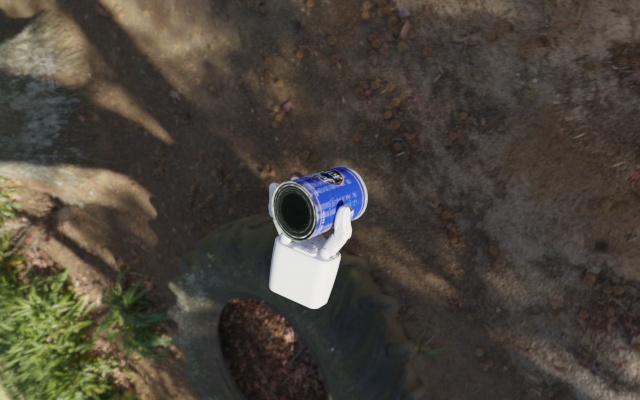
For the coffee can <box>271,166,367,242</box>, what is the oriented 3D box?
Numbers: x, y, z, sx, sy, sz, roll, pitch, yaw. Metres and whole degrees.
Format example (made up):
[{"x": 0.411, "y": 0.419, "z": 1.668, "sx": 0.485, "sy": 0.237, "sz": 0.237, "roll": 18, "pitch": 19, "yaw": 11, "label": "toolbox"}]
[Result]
[{"x": 0.000, "y": 0.003, "z": 0.826, "sx": 0.103, "sy": 0.103, "sz": 0.140, "roll": 0, "pitch": 13, "yaw": 41, "label": "coffee can"}]
